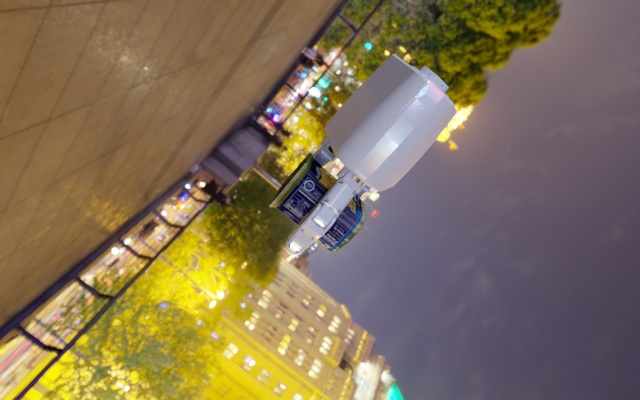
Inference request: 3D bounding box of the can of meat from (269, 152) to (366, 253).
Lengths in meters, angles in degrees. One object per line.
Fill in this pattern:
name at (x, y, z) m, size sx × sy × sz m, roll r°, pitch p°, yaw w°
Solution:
can of meat at (0.000, 0.002, 0.510) m, size 0.084 × 0.057 × 0.102 m, roll 40°, pitch 13°, yaw -7°
